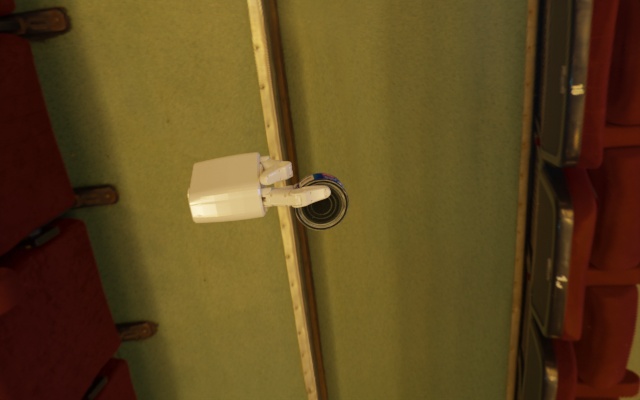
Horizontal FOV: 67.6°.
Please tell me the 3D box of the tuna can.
[{"bbox_3d":[0.000,0.003,0.735,0.086,0.086,0.033,0,20,-7],"label":"tuna can"}]
